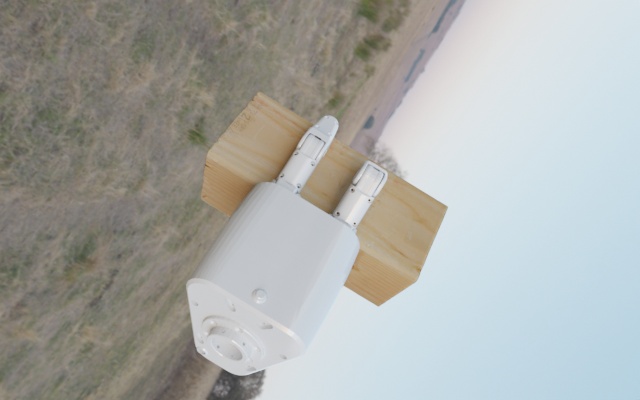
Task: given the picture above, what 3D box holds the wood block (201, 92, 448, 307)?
[{"bbox_3d":[0.000,0.002,0.458,0.206,0.090,0.091,32,-31,0],"label":"wood block"}]
